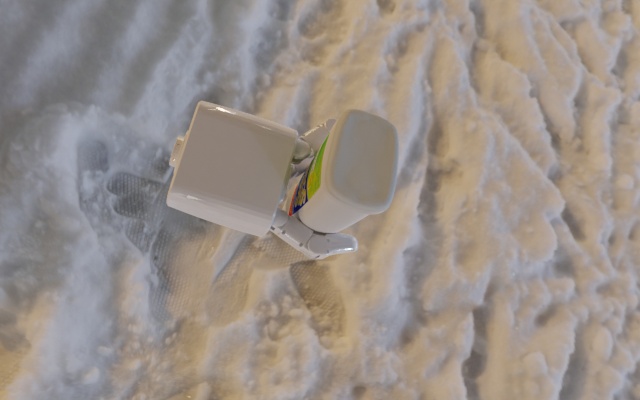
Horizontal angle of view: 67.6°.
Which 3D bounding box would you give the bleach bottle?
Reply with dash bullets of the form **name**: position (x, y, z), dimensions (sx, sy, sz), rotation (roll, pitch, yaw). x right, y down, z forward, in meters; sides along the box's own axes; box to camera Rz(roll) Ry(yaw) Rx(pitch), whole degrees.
- **bleach bottle**: position (0.000, 0.002, 0.534), dimensions (0.068, 0.102, 0.251), rotation (18, -25, -13)
